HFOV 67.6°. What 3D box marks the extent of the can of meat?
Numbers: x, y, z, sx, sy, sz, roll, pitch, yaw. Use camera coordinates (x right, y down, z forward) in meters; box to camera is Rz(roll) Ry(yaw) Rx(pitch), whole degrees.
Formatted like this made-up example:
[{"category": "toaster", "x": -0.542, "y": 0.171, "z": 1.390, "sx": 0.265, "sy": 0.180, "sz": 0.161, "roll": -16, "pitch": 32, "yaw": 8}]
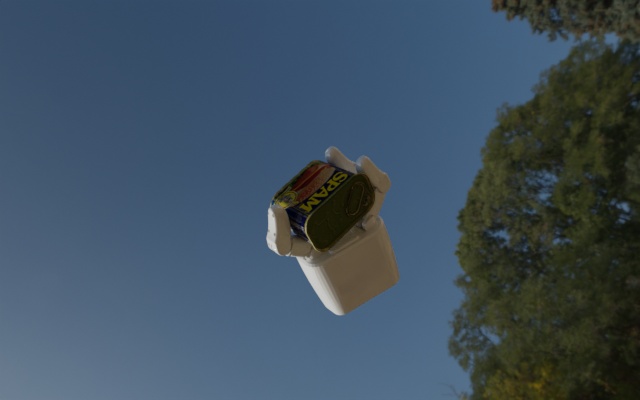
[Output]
[{"category": "can of meat", "x": 0.000, "y": 0.002, "z": 0.577, "sx": 0.102, "sy": 0.057, "sz": 0.084, "roll": -42, "pitch": 39, "yaw": -19}]
